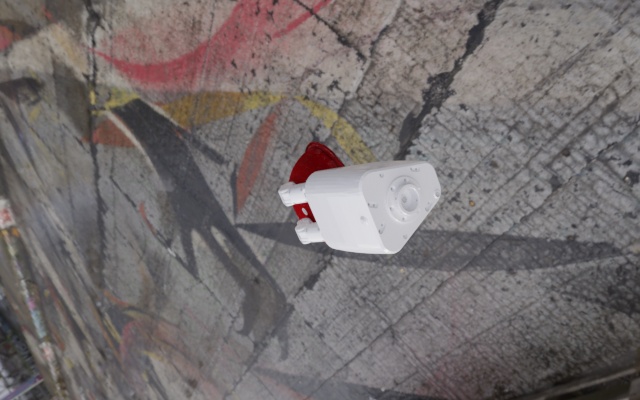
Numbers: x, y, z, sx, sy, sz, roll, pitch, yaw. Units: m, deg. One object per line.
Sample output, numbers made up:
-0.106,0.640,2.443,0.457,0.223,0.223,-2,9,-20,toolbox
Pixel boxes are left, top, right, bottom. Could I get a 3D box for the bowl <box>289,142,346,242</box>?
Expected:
-0.001,0.003,0.667,0.055,0.162,0.162,-28,9,-18,bowl
